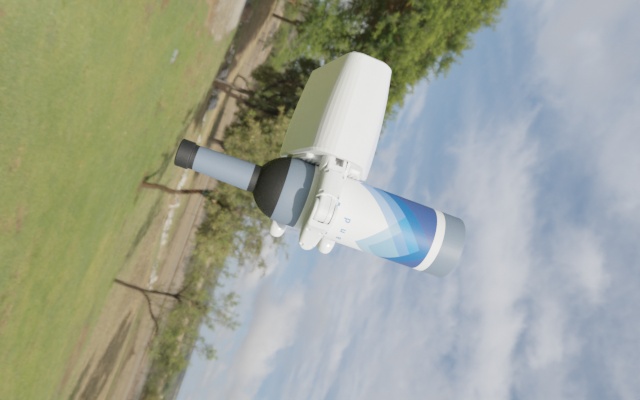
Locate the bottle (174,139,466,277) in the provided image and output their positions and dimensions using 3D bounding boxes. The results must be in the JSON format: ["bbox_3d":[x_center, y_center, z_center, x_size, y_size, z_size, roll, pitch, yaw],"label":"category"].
[{"bbox_3d":[0.000,0.002,0.485,0.296,0.069,0.069,20,-3,-9],"label":"bottle"}]
